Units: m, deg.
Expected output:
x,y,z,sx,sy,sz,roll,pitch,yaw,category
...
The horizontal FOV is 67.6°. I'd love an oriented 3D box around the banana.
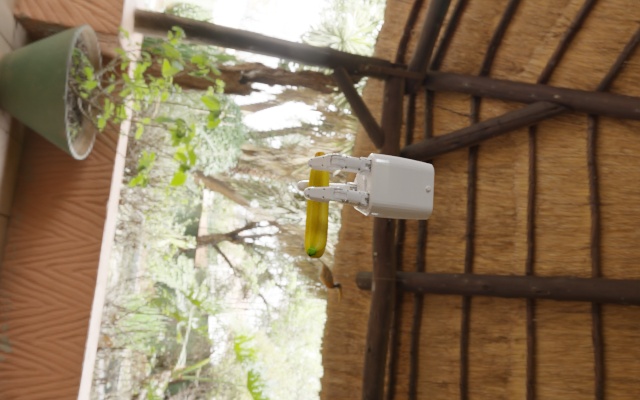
x,y,z,sx,sy,sz,roll,pitch,yaw,category
-0.003,0.016,0.764,0.037,0.197,0.070,7,-34,-7,banana
